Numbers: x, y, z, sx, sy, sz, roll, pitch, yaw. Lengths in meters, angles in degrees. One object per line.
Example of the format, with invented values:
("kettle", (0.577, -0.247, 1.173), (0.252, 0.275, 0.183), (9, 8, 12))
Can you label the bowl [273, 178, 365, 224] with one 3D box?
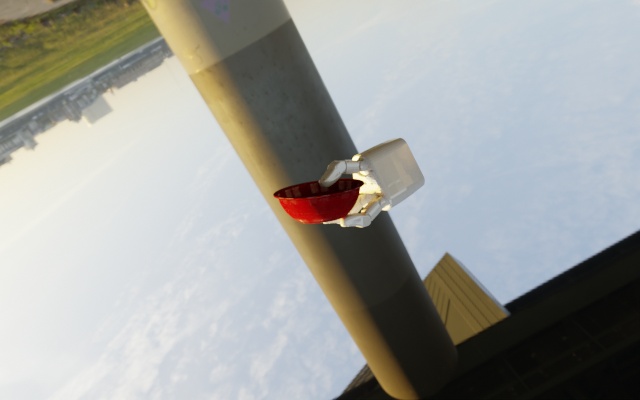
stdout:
("bowl", (-0.001, 0.003, 0.842), (0.162, 0.055, 0.162), (-7, 11, 1))
